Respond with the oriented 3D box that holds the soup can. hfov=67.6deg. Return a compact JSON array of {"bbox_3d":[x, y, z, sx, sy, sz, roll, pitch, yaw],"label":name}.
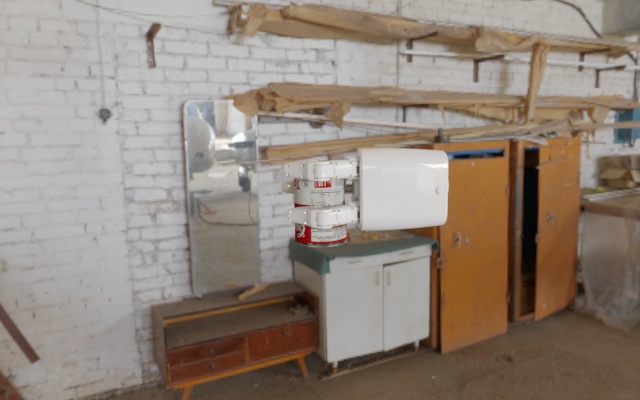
[{"bbox_3d":[0.000,0.002,0.605,0.068,0.102,0.068,-1,9,0],"label":"soup can"}]
